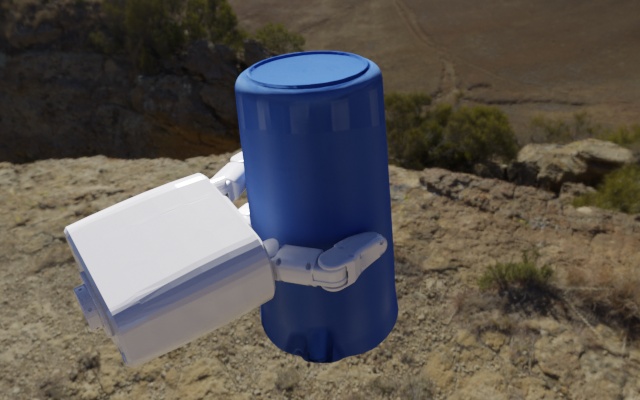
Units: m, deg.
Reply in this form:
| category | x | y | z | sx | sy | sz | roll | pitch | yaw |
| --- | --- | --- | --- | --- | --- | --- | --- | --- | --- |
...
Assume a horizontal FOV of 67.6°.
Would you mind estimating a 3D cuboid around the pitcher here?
| category | x | y | z | sx | sy | sz | roll | pitch | yaw |
| --- | --- | --- | --- | --- | --- | --- | --- | --- | --- |
| pitcher | 0.000 | 0.001 | 0.415 | 0.145 | 0.243 | 0.149 | -25 | 36 | -30 |
